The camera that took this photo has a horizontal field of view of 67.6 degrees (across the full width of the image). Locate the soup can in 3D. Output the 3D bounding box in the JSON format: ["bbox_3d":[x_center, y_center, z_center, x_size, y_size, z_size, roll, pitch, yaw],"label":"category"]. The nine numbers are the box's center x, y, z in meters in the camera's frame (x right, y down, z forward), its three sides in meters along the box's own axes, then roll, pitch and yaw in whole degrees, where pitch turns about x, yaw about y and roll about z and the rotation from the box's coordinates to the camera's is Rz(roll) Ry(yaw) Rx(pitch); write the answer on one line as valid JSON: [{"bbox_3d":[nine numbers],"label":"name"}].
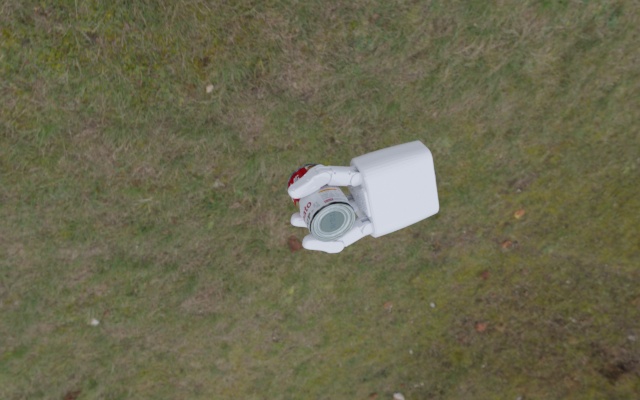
[{"bbox_3d":[0.000,0.002,0.672,0.068,0.068,0.102,0,34,-25],"label":"soup can"}]
